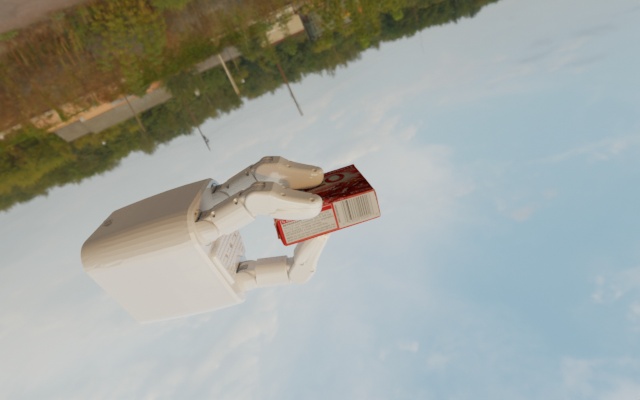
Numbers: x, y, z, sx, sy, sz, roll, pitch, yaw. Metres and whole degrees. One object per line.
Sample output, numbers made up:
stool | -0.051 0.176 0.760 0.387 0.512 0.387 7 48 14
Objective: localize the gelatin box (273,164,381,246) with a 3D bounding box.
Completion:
gelatin box | 0.001 0.002 0.428 0.089 0.030 0.073 -17 23 -4
